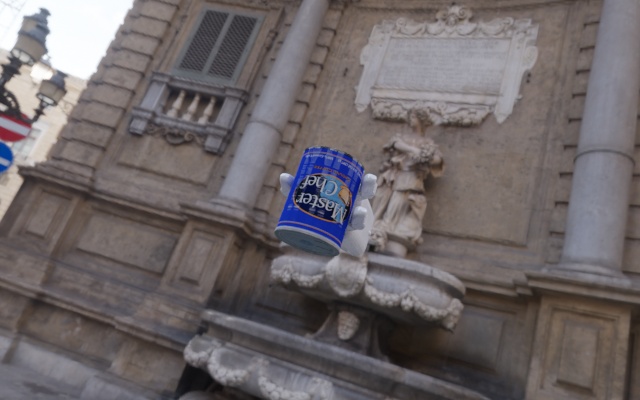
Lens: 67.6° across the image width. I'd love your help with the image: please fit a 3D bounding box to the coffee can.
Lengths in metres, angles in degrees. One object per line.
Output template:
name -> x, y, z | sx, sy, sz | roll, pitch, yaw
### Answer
coffee can -> 0.000, 0.002, 0.733 | 0.103, 0.140, 0.103 | 17, -19, 6
